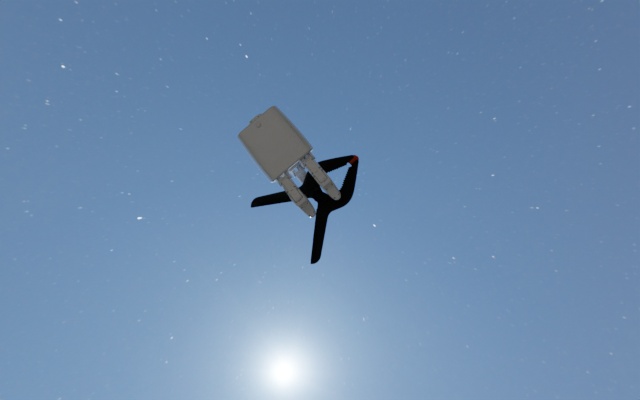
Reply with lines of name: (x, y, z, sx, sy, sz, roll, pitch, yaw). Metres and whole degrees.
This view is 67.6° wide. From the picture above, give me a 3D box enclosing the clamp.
clamp: (0.000, 0.002, 0.880, 0.210, 0.164, 0.036, -39, 4, 2)
